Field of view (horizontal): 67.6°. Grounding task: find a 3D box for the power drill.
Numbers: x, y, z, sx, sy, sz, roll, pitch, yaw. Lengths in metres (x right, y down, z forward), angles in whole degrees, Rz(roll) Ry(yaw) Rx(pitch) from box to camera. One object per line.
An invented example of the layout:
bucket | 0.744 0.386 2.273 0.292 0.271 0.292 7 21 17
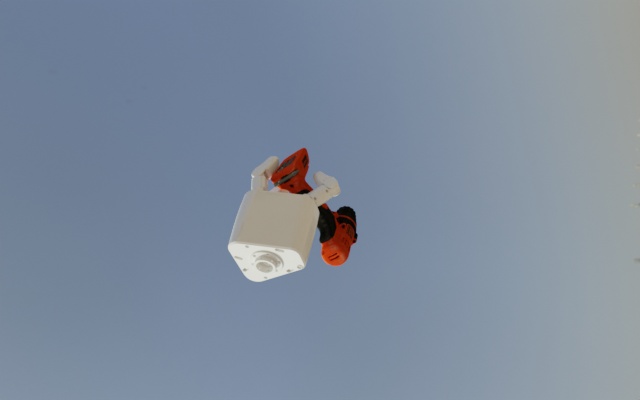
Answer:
power drill | 0.000 0.002 0.834 0.057 0.188 0.184 -32 14 18
